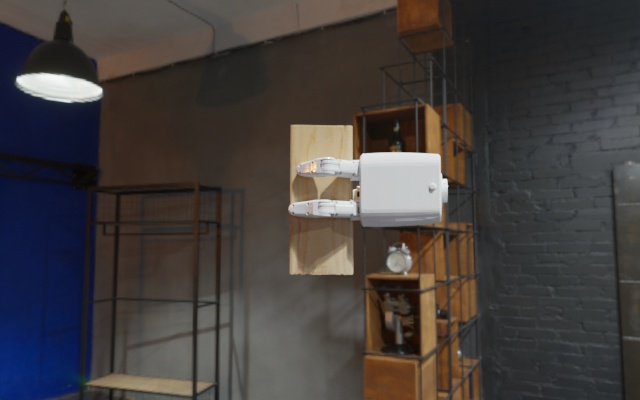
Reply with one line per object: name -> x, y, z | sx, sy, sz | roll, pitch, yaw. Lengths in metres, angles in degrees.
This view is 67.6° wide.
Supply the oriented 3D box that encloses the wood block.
wood block -> 0.001, 0.002, 0.697 | 0.090, 0.206, 0.091 | 0, -5, -1
